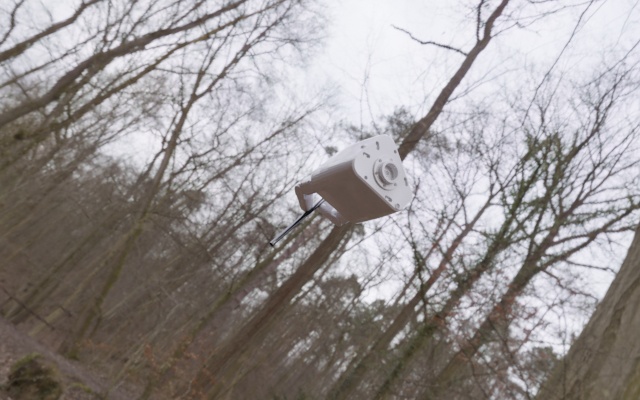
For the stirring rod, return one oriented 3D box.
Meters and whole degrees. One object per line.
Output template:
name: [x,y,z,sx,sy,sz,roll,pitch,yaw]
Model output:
stirring rod: [0.000,0.003,0.814,0.239,0.011,0.011,-41,24,-32]
